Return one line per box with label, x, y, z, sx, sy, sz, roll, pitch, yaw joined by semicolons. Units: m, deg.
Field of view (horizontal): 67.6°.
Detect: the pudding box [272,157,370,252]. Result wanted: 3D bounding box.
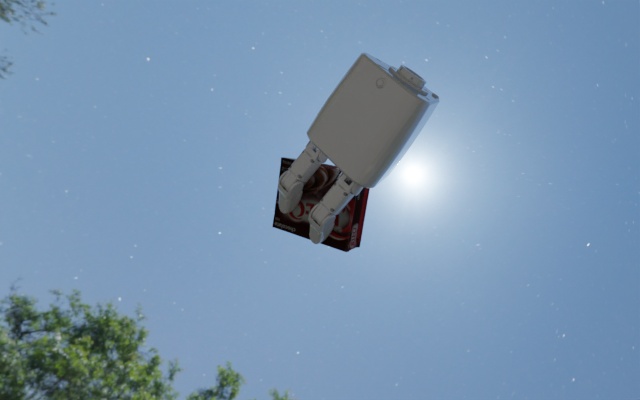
pudding box;0.000;0.002;0.570;0.113;0.090;0.039;16;13;34
